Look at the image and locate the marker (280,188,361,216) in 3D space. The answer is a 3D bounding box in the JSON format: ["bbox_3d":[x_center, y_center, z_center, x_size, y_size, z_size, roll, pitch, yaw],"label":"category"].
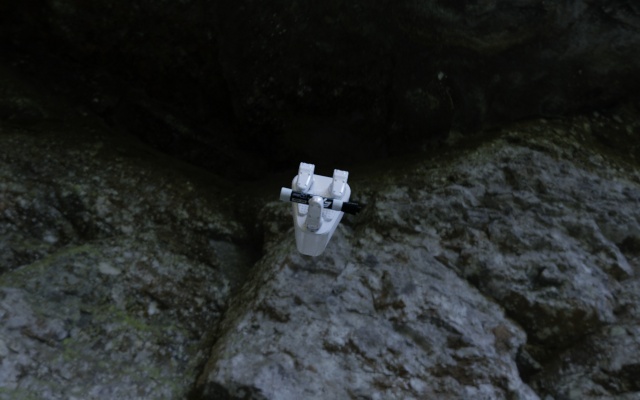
[{"bbox_3d":[0.000,0.002,0.713,0.121,0.020,0.020,12,0,1],"label":"marker"}]
